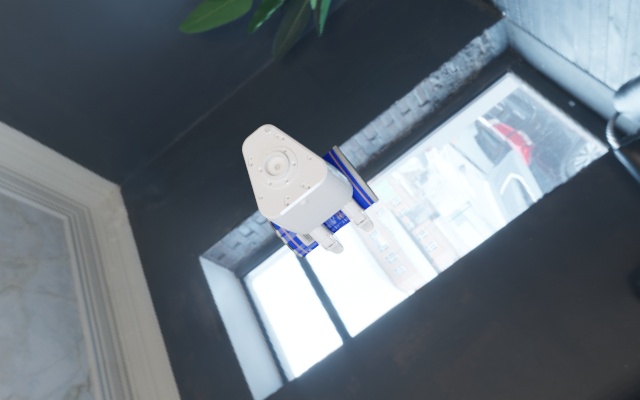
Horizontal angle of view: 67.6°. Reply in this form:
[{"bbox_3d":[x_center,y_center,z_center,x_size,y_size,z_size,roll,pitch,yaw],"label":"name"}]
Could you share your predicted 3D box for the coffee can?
[{"bbox_3d":[0.000,0.002,0.703,0.140,0.103,0.103,-38,-5,7],"label":"coffee can"}]
